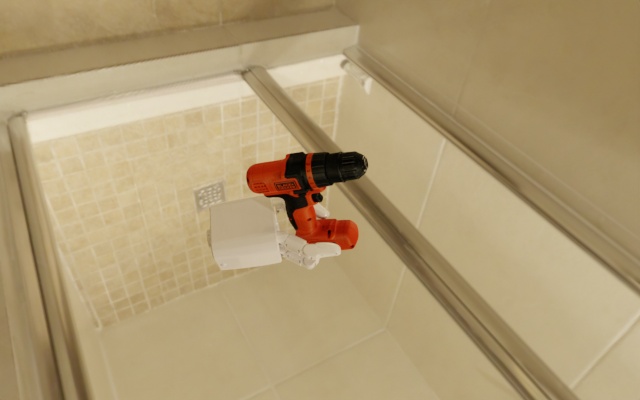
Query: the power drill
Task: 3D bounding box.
[{"bbox_3d":[0.000,0.003,0.738,0.184,0.057,0.188,-5,-45,20],"label":"power drill"}]
